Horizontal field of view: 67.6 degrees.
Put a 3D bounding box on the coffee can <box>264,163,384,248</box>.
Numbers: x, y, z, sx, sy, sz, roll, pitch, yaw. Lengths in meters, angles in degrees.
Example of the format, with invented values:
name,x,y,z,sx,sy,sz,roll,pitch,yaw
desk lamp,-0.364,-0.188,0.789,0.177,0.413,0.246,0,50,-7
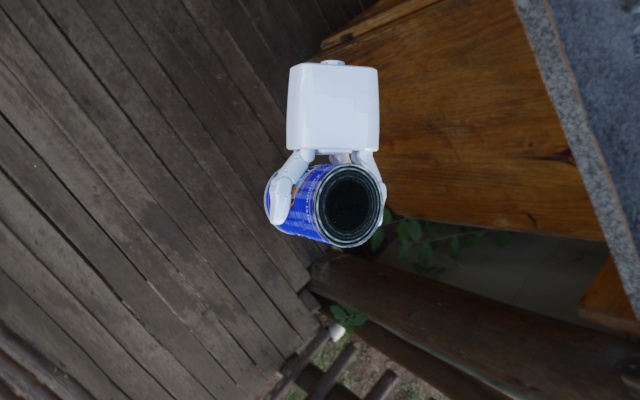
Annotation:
name,x,y,z,sx,sy,sz,roll,pitch,yaw
coffee can,0.000,0.002,0.633,0.103,0.103,0.140,0,3,-31
